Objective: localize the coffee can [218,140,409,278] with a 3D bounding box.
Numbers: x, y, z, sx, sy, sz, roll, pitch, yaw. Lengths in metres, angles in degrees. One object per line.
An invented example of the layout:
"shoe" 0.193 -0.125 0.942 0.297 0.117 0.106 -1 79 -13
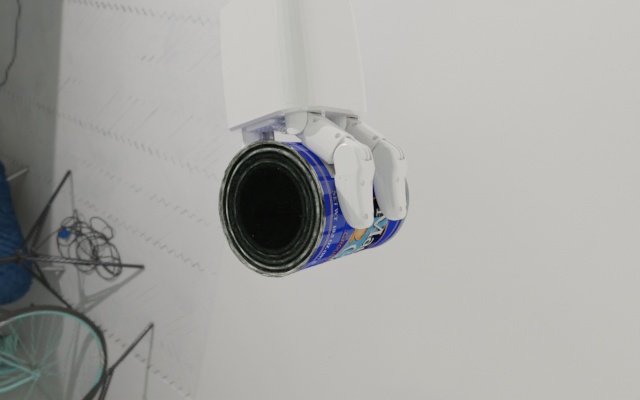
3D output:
"coffee can" 0.000 0.002 0.409 0.103 0.103 0.140 0 4 35
